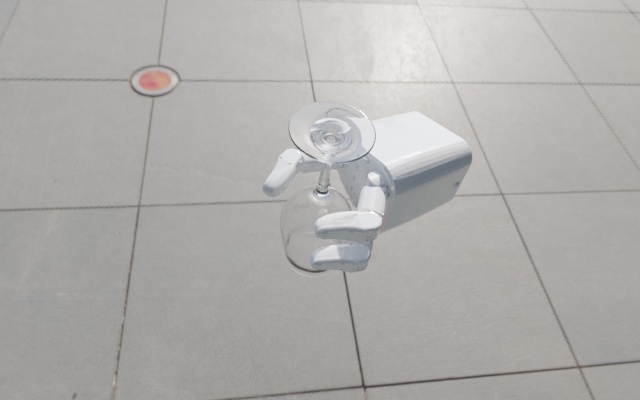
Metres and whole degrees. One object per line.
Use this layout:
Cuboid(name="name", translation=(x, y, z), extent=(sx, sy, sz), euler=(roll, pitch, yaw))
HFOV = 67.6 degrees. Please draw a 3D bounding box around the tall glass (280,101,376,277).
Cuboid(name="tall glass", translation=(0.000, 0.001, 0.477), extent=(0.079, 0.079, 0.201), euler=(0, -38, -8))
